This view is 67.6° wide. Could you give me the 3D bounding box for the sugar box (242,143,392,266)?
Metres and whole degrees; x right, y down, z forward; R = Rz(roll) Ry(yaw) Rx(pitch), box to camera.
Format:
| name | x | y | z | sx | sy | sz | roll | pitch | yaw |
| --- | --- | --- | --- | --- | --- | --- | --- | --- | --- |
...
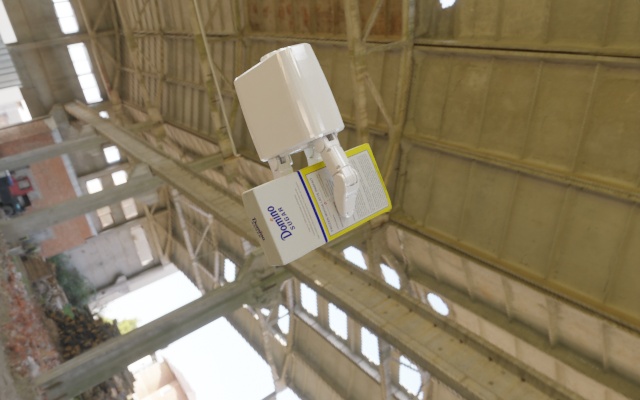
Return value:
| name | x | y | z | sx | sy | sz | roll | pitch | yaw |
| --- | --- | --- | --- | --- | --- | --- | --- | --- | --- |
| sugar box | 0.000 | 0.002 | 0.580 | 0.176 | 0.093 | 0.048 | -23 | 4 | -30 |
